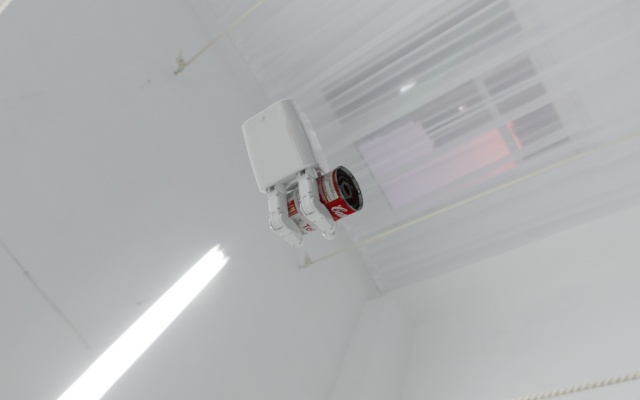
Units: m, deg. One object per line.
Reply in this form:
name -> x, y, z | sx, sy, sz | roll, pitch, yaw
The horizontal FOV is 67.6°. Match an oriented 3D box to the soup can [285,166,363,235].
soup can -> 0.000, 0.003, 0.681 | 0.102, 0.068, 0.068 | -26, -12, 27
